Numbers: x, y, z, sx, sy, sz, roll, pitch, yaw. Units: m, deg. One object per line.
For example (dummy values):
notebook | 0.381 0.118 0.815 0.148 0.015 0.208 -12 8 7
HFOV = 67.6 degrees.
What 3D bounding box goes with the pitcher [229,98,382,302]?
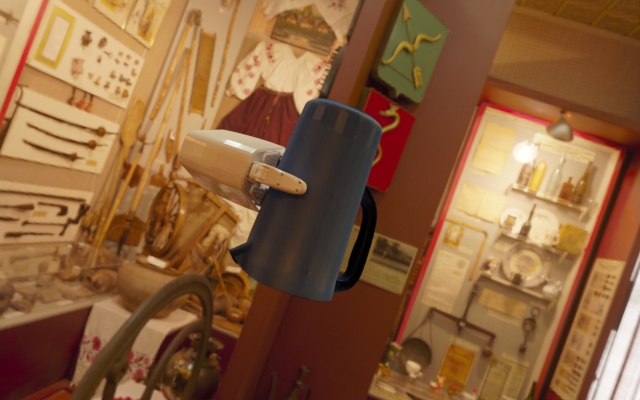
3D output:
pitcher | 0.000 0.002 0.626 0.145 0.243 0.149 20 -1 19
